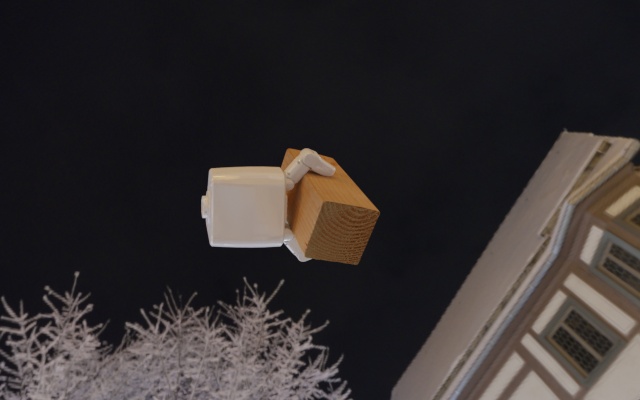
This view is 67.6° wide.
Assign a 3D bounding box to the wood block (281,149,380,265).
[{"bbox_3d":[0.000,0.002,0.743,0.090,0.091,0.206,11,22,-24],"label":"wood block"}]
